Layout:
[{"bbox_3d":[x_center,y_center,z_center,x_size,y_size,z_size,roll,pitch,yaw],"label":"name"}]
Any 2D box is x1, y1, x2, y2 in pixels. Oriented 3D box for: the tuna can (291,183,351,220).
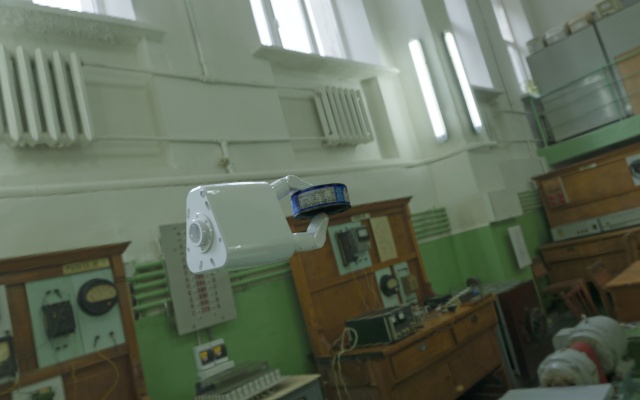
[{"bbox_3d":[0.000,0.002,0.699,0.086,0.033,0.086,-11,-11,-2],"label":"tuna can"}]
